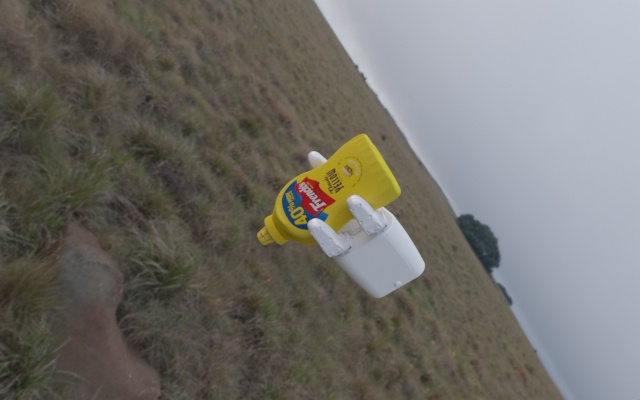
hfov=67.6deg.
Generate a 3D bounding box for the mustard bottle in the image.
[{"bbox_3d":[0.000,0.002,0.615,0.191,0.096,0.058,-33,-32,12],"label":"mustard bottle"}]
